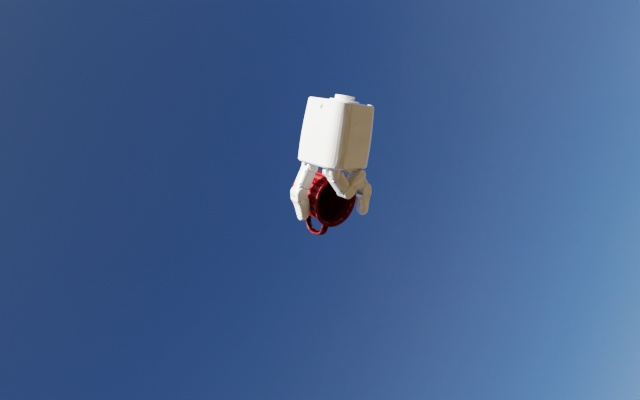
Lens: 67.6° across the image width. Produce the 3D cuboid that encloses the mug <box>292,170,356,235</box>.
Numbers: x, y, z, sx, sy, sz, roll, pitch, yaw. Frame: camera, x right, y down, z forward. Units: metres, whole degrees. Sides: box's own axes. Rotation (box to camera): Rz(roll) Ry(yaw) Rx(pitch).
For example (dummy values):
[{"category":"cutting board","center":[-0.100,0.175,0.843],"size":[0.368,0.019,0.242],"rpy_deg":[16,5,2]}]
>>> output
[{"category":"mug","center":[0.000,0.004,0.849],"size":[0.093,0.117,0.081],"rpy_deg":[-2,16,-41]}]
